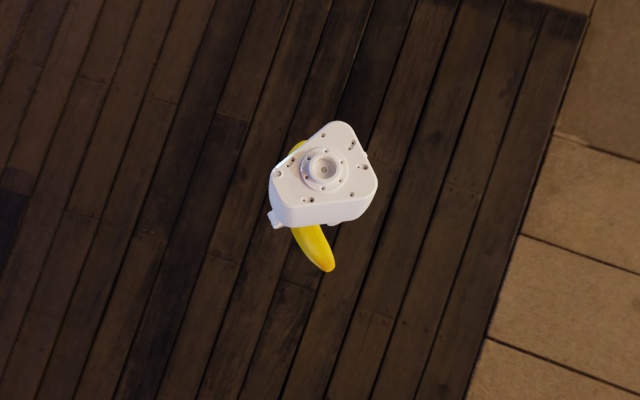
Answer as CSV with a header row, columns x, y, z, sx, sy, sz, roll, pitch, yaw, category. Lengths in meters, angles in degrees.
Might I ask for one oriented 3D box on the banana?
x,y,z,sx,sy,sz,roll,pitch,yaw,category
-0.018,-0.001,0.650,0.069,0.197,0.037,1,-16,-14,banana
